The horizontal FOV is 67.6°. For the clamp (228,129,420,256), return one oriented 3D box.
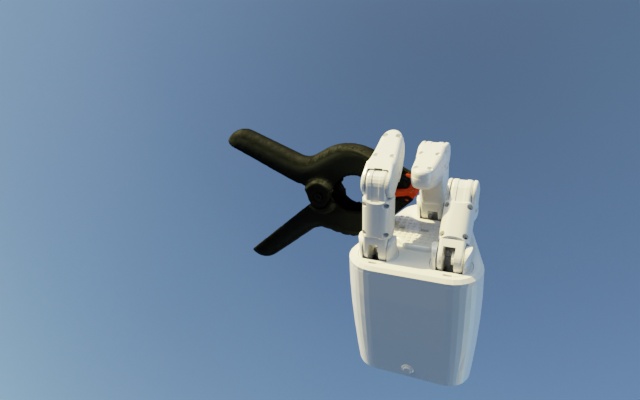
[{"bbox_3d":[0.000,0.001,0.414,0.171,0.120,0.039,8,29,24],"label":"clamp"}]
